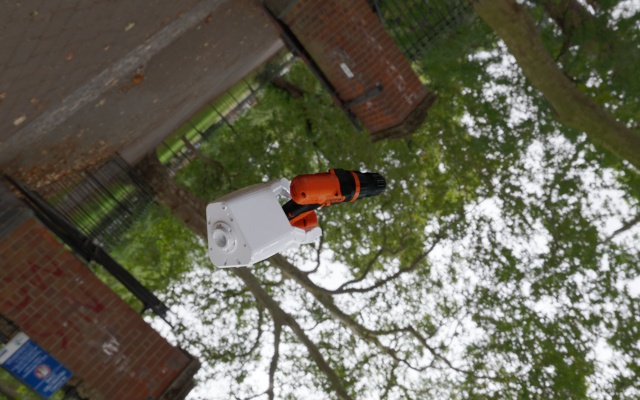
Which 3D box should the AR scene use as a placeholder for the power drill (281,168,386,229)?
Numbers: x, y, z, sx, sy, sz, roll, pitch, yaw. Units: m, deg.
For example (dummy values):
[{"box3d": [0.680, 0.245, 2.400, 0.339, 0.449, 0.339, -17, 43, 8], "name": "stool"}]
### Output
[{"box3d": [0.000, 0.003, 0.833, 0.184, 0.057, 0.188, -3, -23, -34], "name": "power drill"}]
